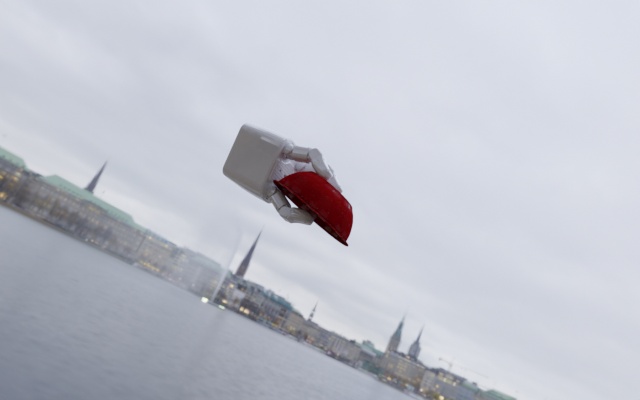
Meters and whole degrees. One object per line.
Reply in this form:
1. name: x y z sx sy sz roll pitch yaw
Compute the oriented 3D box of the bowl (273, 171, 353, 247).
1. bowl: 0.001 0.003 0.774 0.162 0.055 0.162 41 -6 5
